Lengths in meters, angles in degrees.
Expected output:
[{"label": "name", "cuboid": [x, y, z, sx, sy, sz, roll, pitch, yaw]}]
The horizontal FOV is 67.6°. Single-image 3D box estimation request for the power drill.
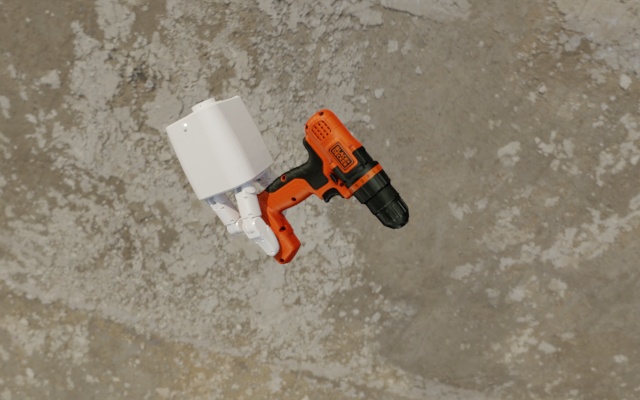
[{"label": "power drill", "cuboid": [0.000, 0.002, 0.638, 0.188, 0.184, 0.057, -39, -4, 16]}]
